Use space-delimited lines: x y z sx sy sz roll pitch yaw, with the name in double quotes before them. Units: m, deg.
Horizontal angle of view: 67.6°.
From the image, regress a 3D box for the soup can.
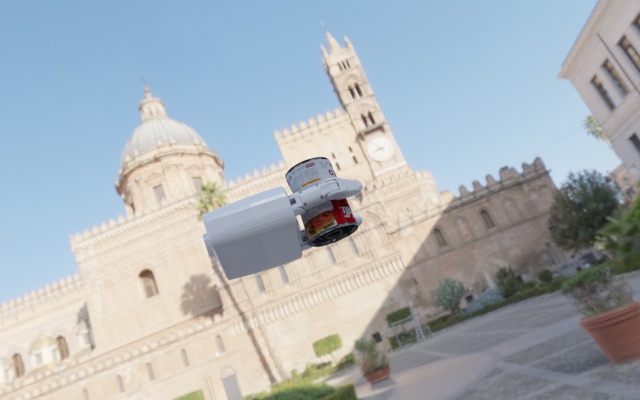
"soup can" 0.000 0.002 0.632 0.068 0.102 0.068 -20 -19 -7
